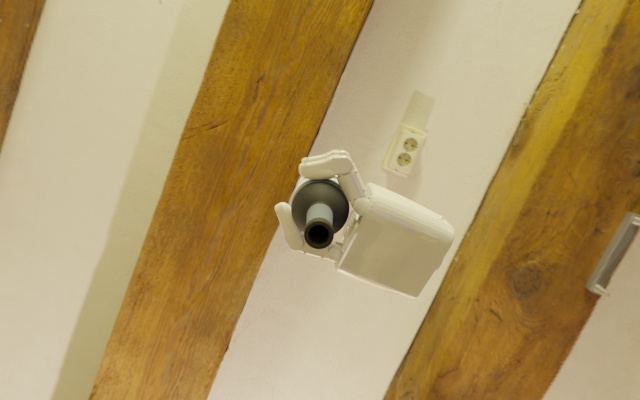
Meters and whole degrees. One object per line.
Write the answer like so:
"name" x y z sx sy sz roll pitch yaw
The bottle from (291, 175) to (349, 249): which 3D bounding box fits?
"bottle" 0.000 0.002 0.577 0.069 0.069 0.295 0 12 1
